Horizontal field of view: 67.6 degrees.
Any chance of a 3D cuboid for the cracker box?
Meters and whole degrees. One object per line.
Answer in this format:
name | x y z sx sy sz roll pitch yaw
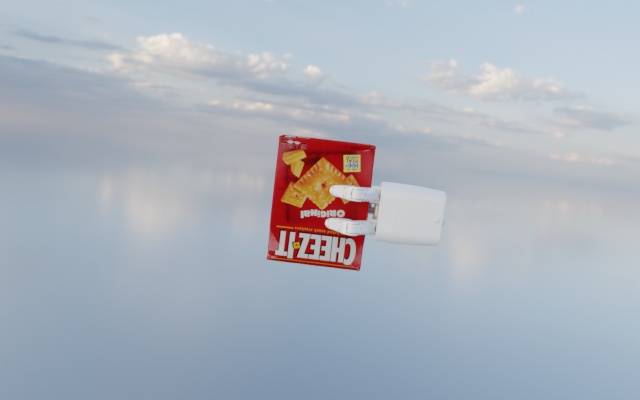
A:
cracker box | 0.000 0.002 0.819 0.164 0.214 0.072 7 6 1
